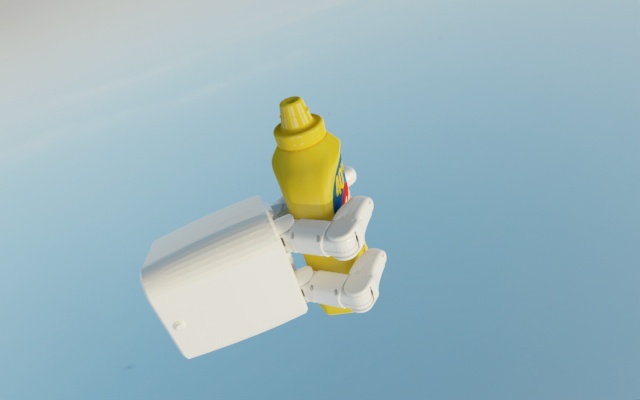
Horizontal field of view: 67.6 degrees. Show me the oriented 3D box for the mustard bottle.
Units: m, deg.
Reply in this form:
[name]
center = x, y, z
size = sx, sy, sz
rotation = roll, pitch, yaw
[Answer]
[mustard bottle]
center = 0.000, 0.001, 0.415
size = 0.058, 0.192, 0.096
rotation = -9, 33, 13
